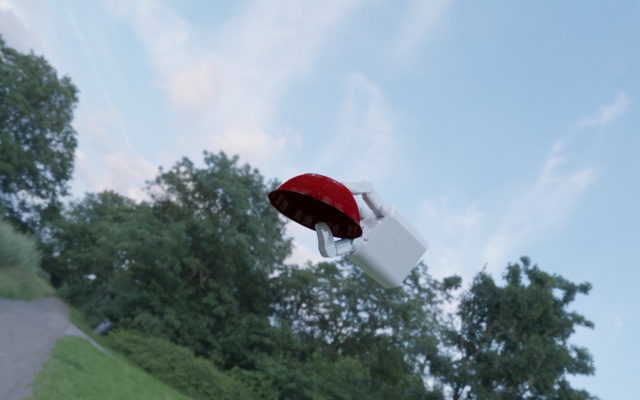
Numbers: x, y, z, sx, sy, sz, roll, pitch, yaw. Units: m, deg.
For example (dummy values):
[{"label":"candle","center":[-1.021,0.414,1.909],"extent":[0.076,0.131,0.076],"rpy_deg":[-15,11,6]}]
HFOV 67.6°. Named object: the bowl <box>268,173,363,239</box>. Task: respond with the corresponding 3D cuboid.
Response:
[{"label":"bowl","center":[-0.001,0.001,0.764],"extent":[0.162,0.055,0.162],"rpy_deg":[20,-19,7]}]
